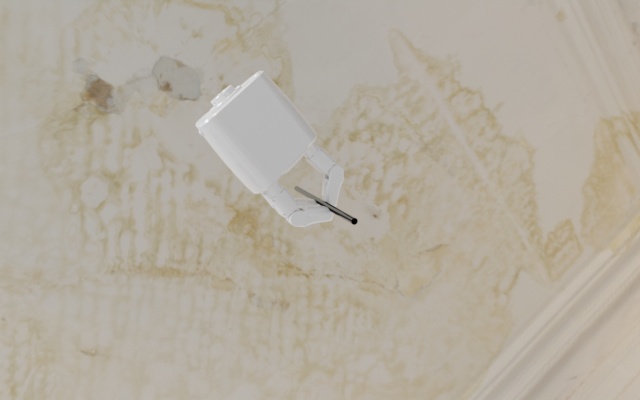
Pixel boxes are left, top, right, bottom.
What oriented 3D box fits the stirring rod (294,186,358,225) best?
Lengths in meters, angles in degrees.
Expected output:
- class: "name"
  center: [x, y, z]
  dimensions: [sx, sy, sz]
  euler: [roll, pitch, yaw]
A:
- class: "stirring rod"
  center: [0.000, 0.002, 0.646]
  dimensions: [0.011, 0.011, 0.239]
  euler: [0, 10, -19]
